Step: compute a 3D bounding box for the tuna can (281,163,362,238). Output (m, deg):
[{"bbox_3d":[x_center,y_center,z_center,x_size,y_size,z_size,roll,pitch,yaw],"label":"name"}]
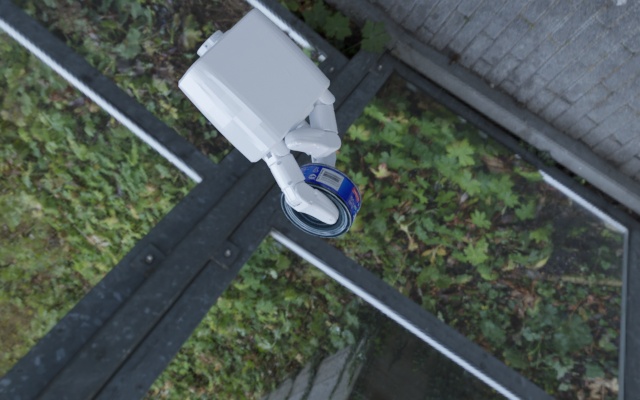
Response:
[{"bbox_3d":[0.000,0.002,0.530,0.086,0.086,0.033,0,43,29],"label":"tuna can"}]
